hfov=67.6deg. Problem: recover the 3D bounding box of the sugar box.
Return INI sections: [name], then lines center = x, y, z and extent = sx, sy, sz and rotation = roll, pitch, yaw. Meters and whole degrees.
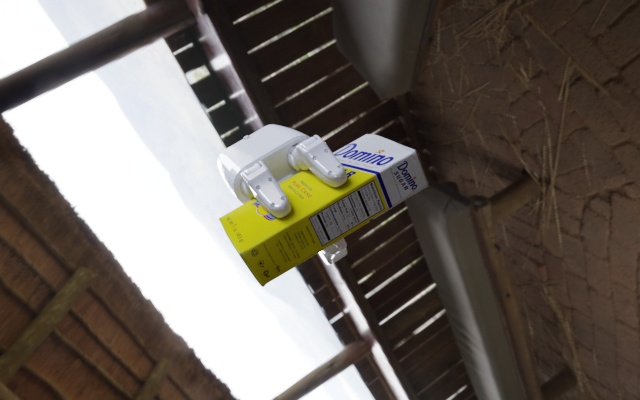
[sugar box]
center = 0.000, 0.001, 0.442
extent = 0.176, 0.048, 0.093
rotation = -33, 27, -11
